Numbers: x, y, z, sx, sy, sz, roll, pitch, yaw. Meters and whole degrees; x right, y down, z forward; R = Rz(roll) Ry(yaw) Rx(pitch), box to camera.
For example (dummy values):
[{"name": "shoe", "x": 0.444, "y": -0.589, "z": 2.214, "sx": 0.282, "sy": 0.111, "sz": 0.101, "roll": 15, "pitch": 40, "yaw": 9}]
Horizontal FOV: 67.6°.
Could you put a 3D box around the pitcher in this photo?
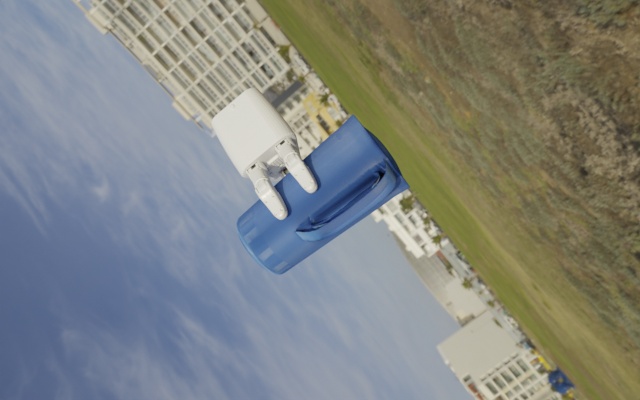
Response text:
[{"name": "pitcher", "x": 0.000, "y": 0.002, "z": 0.691, "sx": 0.243, "sy": 0.145, "sz": 0.149, "roll": -39, "pitch": -21, "yaw": 8}]
